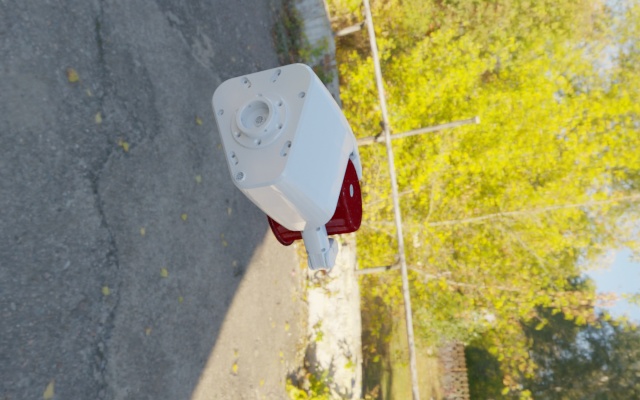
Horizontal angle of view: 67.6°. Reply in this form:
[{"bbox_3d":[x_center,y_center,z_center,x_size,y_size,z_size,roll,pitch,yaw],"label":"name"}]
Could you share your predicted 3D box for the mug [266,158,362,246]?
[{"bbox_3d":[0.001,0.002,0.517,0.081,0.093,0.117,-8,-21,17],"label":"mug"}]
